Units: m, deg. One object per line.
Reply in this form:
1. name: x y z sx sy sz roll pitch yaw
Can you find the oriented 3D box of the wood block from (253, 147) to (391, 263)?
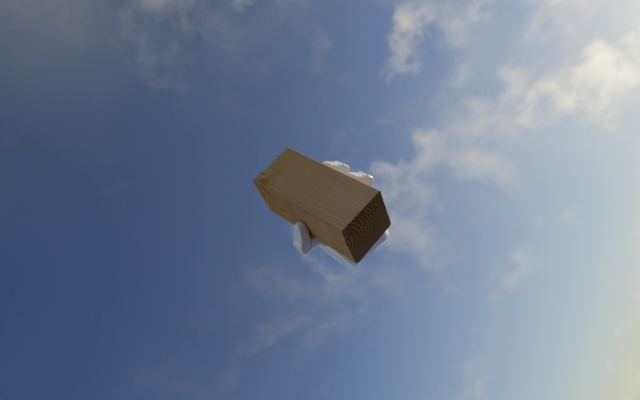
1. wood block: 0.000 0.003 0.777 0.206 0.091 0.090 28 -24 37
